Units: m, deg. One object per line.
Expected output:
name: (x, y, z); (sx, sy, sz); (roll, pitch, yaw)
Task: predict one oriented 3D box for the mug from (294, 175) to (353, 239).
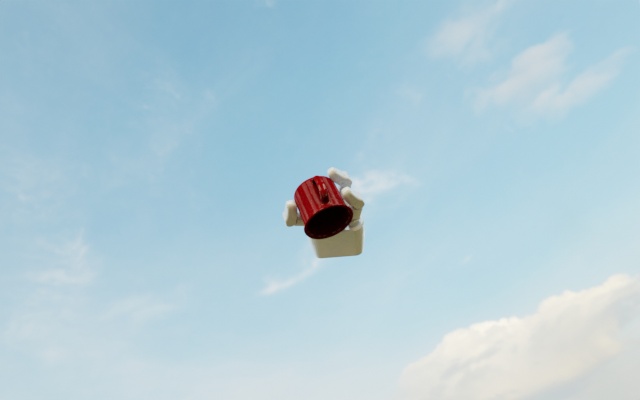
mug: (0.000, 0.002, 0.853); (0.093, 0.081, 0.117); (-19, -37, -8)
